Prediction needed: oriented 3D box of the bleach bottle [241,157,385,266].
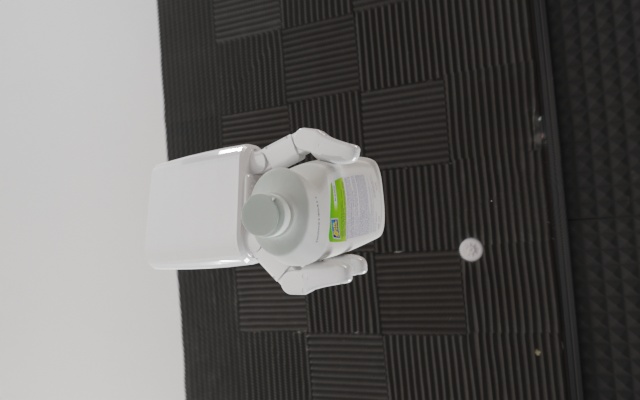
[{"bbox_3d":[0.000,0.002,0.439,0.068,0.102,0.251,-8,-3,20],"label":"bleach bottle"}]
